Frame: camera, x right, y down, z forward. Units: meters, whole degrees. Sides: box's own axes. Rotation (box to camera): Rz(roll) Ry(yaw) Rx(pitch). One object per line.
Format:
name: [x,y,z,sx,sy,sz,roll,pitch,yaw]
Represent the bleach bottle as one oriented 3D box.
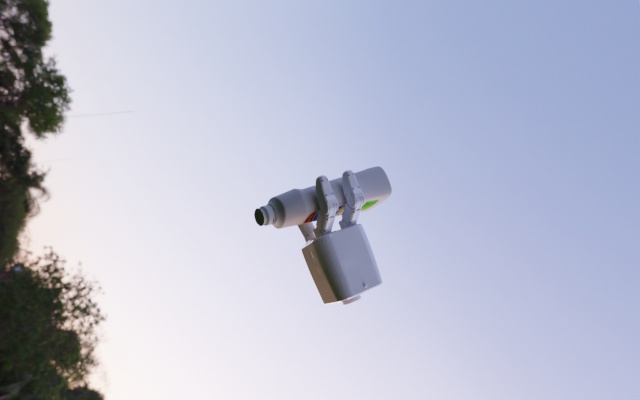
bleach bottle: [0.000,0.003,0.799,0.251,0.068,0.102,-15,-12,-37]
